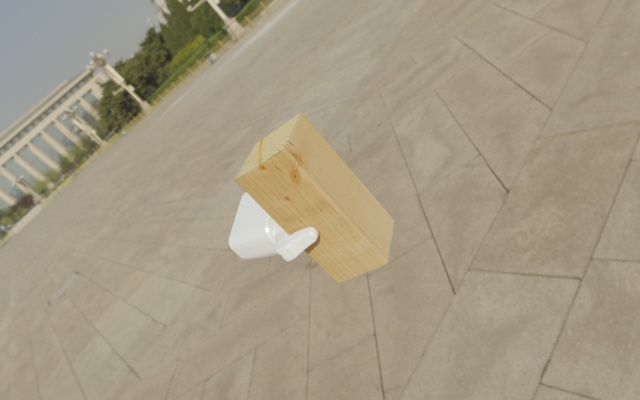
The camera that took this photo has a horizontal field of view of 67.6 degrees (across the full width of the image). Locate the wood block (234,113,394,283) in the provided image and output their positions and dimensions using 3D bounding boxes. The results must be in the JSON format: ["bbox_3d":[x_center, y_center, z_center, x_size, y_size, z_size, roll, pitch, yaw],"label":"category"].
[{"bbox_3d":[0.000,0.002,0.633,0.090,0.206,0.090,-28,27,33],"label":"wood block"}]
